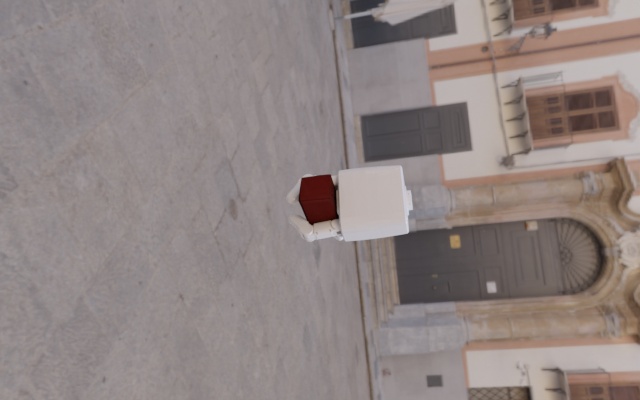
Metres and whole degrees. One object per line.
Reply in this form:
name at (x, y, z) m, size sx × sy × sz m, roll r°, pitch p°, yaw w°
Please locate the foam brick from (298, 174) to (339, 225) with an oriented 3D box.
foam brick at (0.000, 0.002, 0.781) m, size 0.051 × 0.053 × 0.078 m, roll -6°, pitch -40°, yaw 12°
